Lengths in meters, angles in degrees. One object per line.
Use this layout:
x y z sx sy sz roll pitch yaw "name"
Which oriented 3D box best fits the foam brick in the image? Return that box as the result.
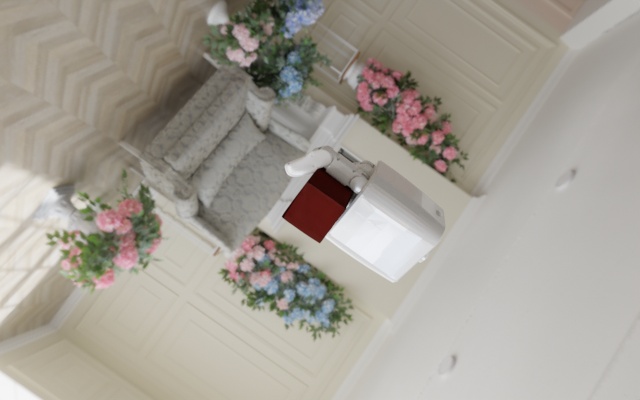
0.000 0.002 0.535 0.051 0.053 0.078 37 22 -2 "foam brick"
